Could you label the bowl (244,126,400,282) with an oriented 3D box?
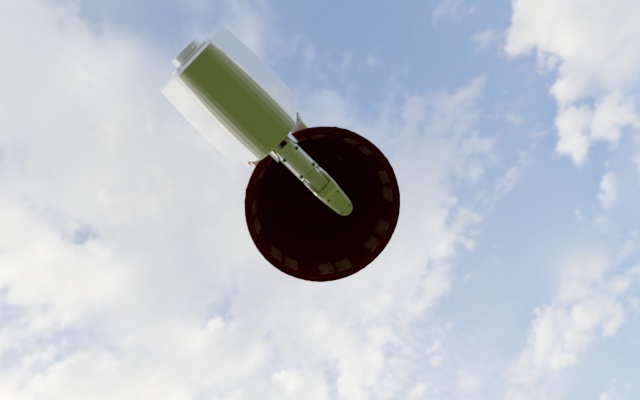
[{"bbox_3d":[0.001,0.003,0.510,0.162,0.162,0.055,0,10,-9],"label":"bowl"}]
